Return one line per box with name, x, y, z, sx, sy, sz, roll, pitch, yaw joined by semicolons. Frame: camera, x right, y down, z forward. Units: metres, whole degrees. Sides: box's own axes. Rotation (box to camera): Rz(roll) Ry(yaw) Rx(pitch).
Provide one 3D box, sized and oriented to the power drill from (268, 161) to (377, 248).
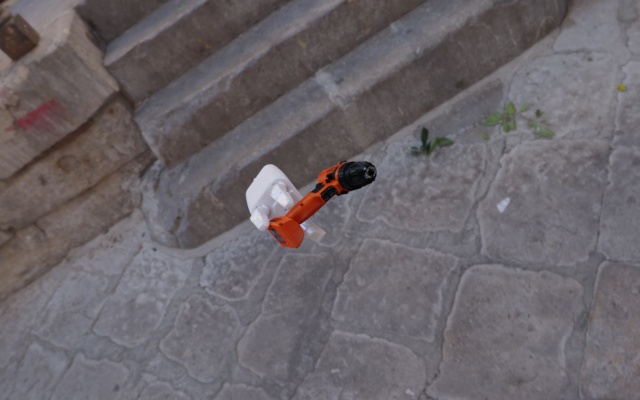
power drill;0.000;0.003;0.832;0.187;0.057;0.184;-41;11;-18
